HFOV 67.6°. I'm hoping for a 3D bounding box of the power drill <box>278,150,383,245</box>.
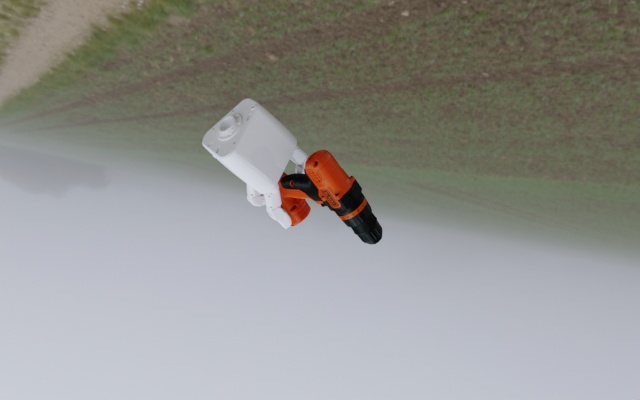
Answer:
[{"bbox_3d":[0.000,0.002,0.803,0.187,0.184,0.057,-7,36,50],"label":"power drill"}]
